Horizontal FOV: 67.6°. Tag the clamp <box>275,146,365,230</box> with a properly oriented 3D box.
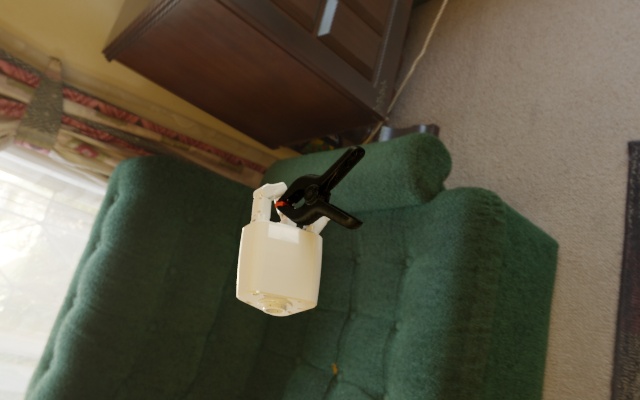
[{"bbox_3d":[0.000,0.002,0.694,0.039,0.120,0.171,26,-38,-36],"label":"clamp"}]
